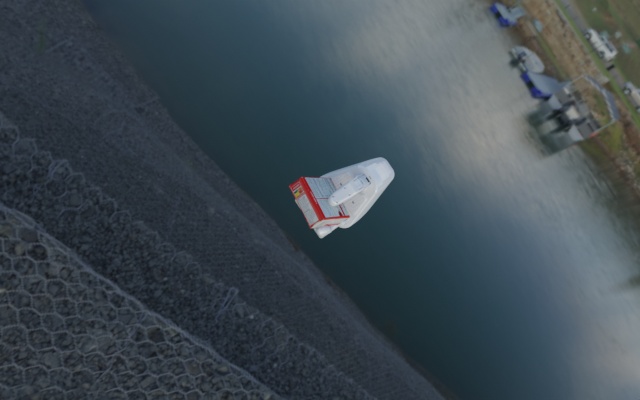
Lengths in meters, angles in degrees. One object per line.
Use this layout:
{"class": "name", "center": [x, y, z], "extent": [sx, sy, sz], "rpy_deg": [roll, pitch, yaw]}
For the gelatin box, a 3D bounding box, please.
{"class": "gelatin box", "center": [0.000, 0.002, 0.726], "extent": [0.030, 0.073, 0.089], "rpy_deg": [-34, -15, 26]}
